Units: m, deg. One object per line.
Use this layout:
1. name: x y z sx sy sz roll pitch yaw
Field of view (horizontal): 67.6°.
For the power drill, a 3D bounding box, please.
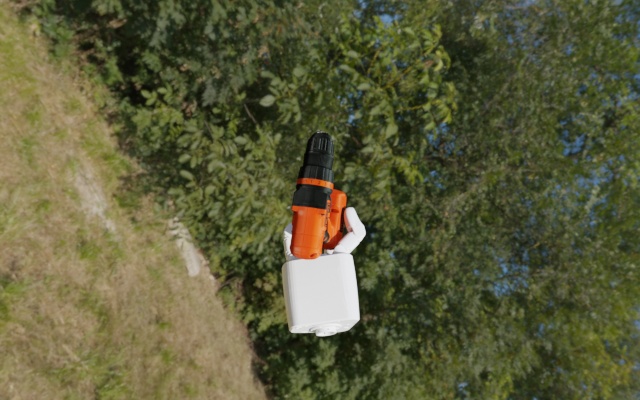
1. power drill: 0.000 0.003 0.743 0.057 0.184 0.188 8 -8 12
